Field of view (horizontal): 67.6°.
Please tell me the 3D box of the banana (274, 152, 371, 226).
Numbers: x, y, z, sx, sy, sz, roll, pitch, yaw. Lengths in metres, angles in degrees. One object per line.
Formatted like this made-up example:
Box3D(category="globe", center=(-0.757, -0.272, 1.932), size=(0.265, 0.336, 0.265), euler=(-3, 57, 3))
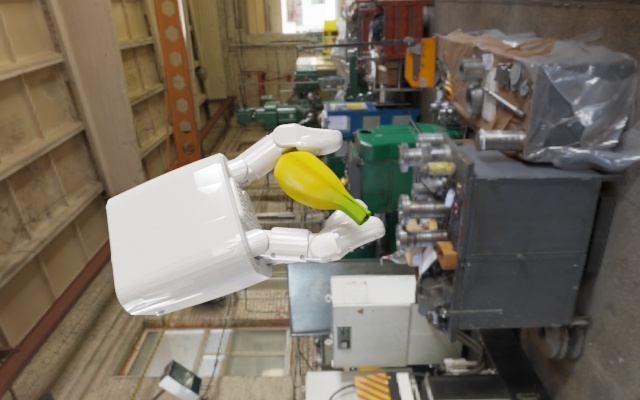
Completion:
Box3D(category="banana", center=(-0.011, -0.013, 0.414), size=(0.037, 0.069, 0.198), euler=(-40, 9, -2))
